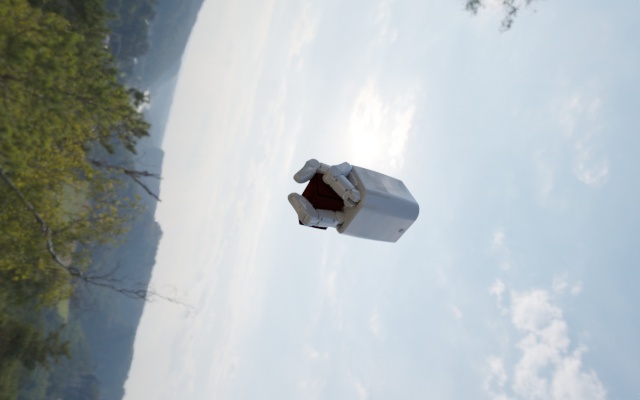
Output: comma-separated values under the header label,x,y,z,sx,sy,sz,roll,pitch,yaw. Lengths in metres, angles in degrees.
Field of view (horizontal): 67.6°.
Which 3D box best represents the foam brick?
label,x,y,z,sx,sy,sz,roll,pitch,yaw
foam brick,0.000,0.003,0.775,0.051,0.053,0.078,13,-45,-22
